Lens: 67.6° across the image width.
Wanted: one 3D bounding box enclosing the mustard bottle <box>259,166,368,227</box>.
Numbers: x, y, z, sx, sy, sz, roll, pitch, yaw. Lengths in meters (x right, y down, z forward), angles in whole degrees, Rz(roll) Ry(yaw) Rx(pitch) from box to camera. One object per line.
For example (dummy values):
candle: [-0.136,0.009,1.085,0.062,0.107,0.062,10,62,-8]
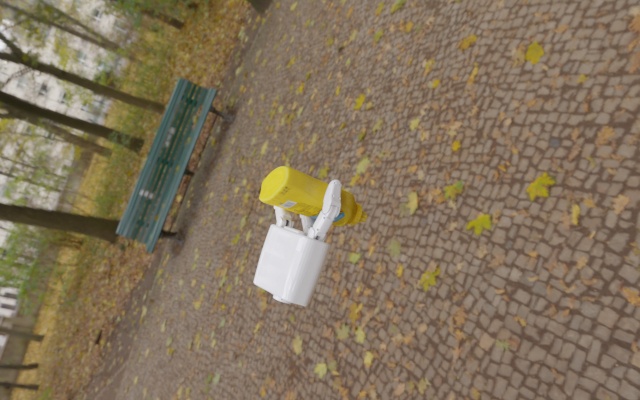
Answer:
mustard bottle: [0.000,0.002,0.814,0.192,0.058,0.096,21,-27,-27]
